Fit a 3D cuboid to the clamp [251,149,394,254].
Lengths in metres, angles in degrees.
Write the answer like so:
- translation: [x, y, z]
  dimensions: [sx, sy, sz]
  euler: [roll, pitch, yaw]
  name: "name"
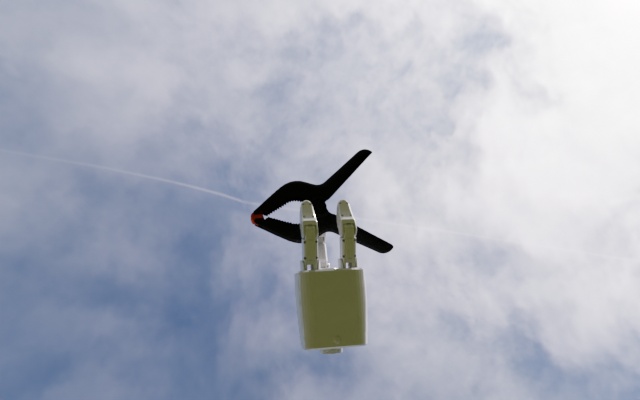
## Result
- translation: [-0.001, 0.003, 0.719]
  dimensions: [0.210, 0.164, 0.036]
  euler: [-2, -15, -9]
  name: "clamp"
